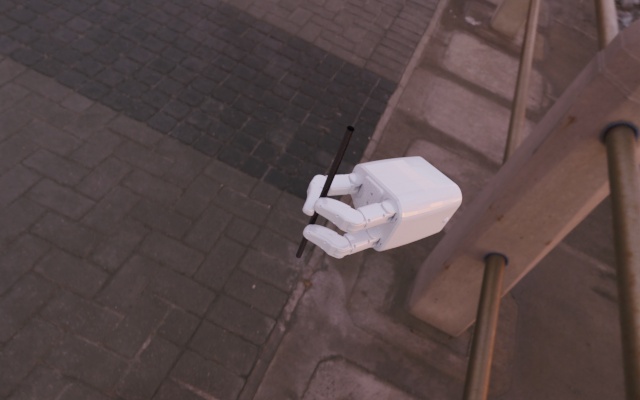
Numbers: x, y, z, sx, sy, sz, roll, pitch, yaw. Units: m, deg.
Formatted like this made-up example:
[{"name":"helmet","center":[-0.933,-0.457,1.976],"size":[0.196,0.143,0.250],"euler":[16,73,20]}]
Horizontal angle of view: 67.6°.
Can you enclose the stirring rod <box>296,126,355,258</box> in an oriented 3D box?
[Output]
[{"name":"stirring rod","center":[0.000,0.002,0.574],"size":[0.011,0.011,0.240],"euler":[0,-38,-19]}]
